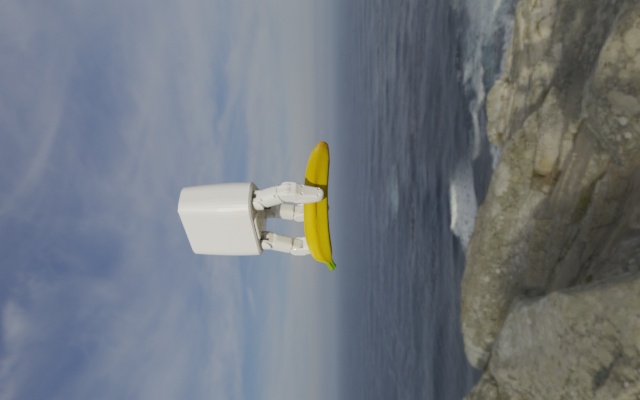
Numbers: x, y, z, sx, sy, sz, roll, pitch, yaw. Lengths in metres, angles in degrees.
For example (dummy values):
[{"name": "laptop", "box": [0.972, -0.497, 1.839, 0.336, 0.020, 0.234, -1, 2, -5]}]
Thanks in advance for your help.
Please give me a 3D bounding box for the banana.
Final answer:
[{"name": "banana", "box": [-0.003, 0.003, 0.702, 0.037, 0.197, 0.069, -3, -7, 11]}]
